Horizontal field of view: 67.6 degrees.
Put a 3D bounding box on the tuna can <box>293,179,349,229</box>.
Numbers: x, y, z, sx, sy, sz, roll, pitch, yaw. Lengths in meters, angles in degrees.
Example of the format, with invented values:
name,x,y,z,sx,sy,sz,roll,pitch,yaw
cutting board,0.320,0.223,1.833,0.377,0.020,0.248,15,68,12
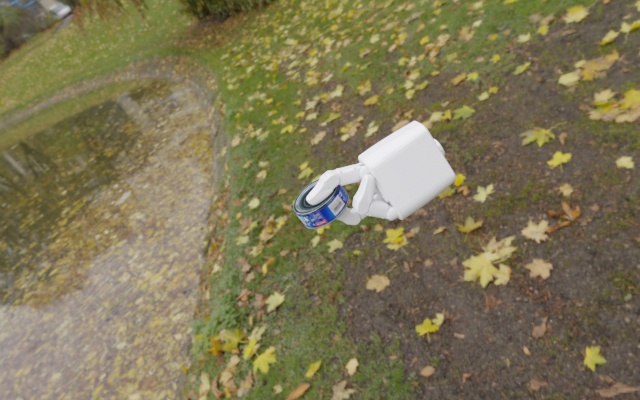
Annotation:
name,x,y,z,sx,sy,sz,roll,pitch,yaw
tuna can,0.000,0.002,0.752,0.086,0.086,0.034,0,-44,47
